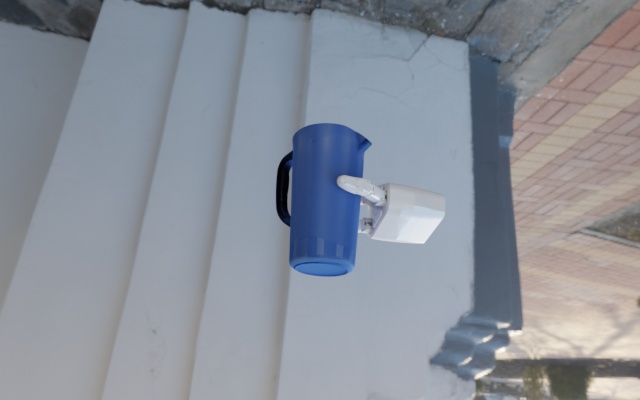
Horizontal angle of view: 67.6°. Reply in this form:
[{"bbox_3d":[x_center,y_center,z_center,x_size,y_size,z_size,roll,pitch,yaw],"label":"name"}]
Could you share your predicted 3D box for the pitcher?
[{"bbox_3d":[0.000,0.003,0.822,0.145,0.242,0.149,9,-23,-12],"label":"pitcher"}]
